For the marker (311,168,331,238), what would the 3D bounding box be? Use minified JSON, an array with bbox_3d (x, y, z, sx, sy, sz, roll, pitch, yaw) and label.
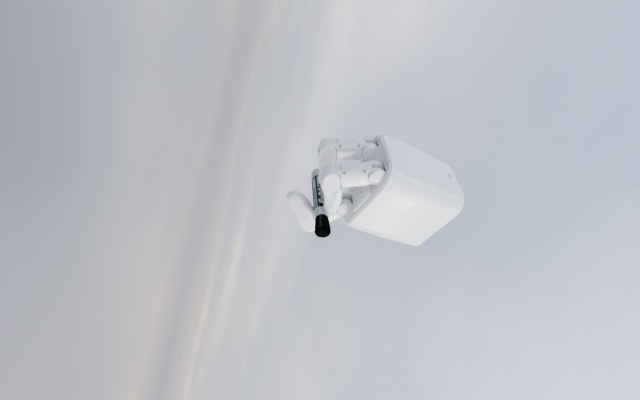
[{"bbox_3d":[0.000,0.002,0.583,0.020,0.020,0.121,0,38,-4],"label":"marker"}]
